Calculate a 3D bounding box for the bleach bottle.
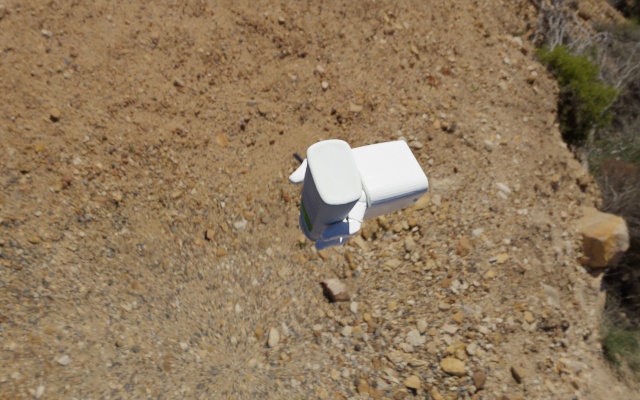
[{"bbox_3d":[0.000,0.003,0.773,0.068,0.102,0.251,-12,-17,-14],"label":"bleach bottle"}]
